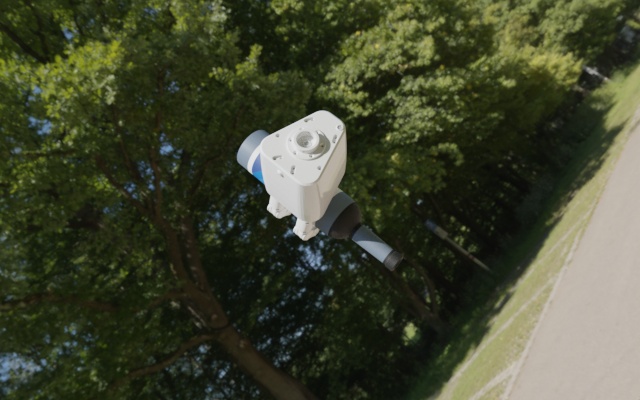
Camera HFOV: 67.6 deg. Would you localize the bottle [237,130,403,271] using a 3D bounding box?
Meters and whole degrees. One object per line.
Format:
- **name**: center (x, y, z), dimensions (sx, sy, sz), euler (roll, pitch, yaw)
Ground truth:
- **bottle**: center (0.000, 0.002, 0.722), dimensions (0.295, 0.069, 0.069), euler (39, 13, 17)
